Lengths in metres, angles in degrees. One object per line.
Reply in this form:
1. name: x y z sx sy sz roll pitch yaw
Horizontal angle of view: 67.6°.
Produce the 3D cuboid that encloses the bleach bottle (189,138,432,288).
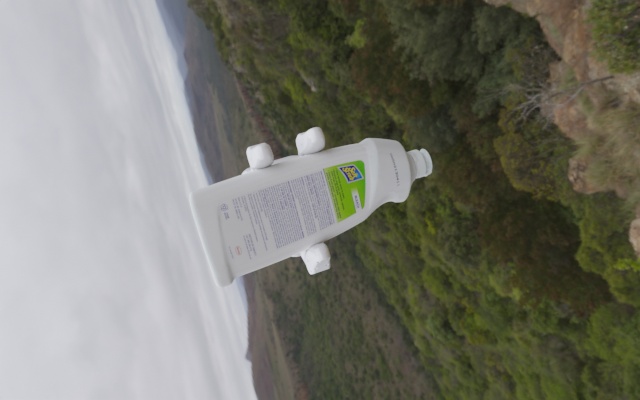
1. bleach bottle: 0.000 0.002 0.498 0.251 0.102 0.068 -17 15 -12
